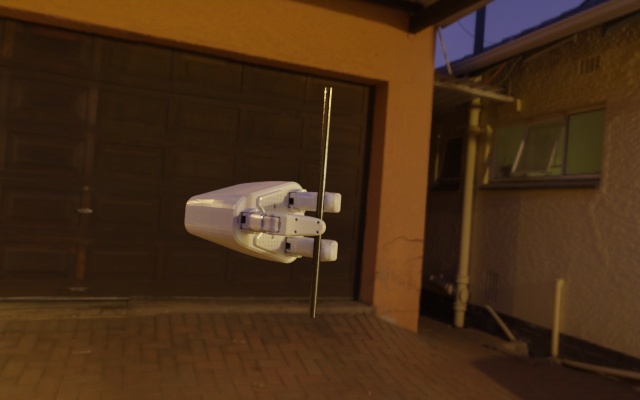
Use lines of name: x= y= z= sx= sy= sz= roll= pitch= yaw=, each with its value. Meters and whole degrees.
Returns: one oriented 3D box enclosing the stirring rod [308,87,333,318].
stirring rod: x=0.000 y=0.002 z=0.501 sx=0.011 sy=0.239 sz=0.011 roll=4 pitch=-1 yaw=0
